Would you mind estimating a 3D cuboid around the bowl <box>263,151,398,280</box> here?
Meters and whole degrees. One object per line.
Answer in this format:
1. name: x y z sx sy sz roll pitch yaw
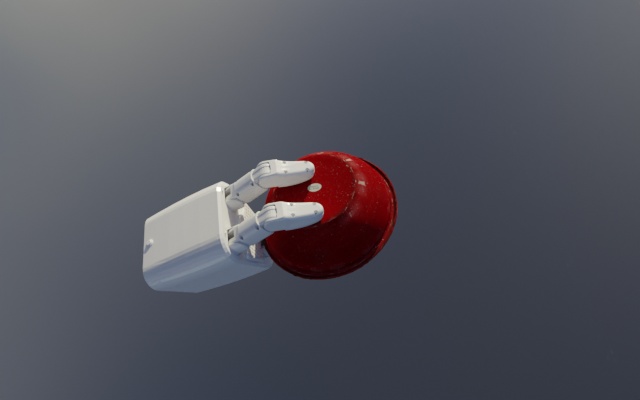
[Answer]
1. bowl: 0.001 0.001 0.522 0.162 0.162 0.055 0 -31 19
